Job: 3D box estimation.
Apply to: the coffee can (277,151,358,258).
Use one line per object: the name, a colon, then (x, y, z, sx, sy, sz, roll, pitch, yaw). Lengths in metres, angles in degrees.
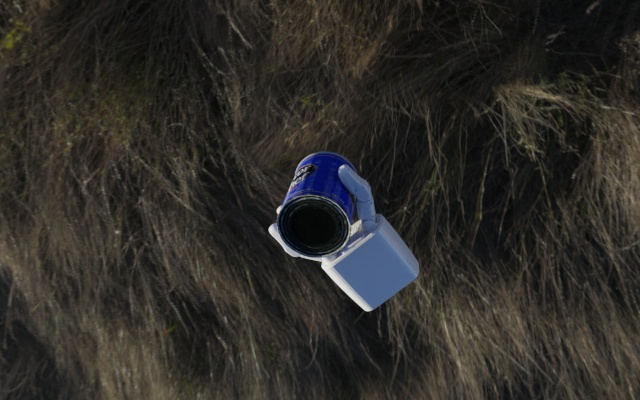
coffee can: (0.000, 0.002, 0.704, 0.103, 0.103, 0.140, 0, 30, 9)
